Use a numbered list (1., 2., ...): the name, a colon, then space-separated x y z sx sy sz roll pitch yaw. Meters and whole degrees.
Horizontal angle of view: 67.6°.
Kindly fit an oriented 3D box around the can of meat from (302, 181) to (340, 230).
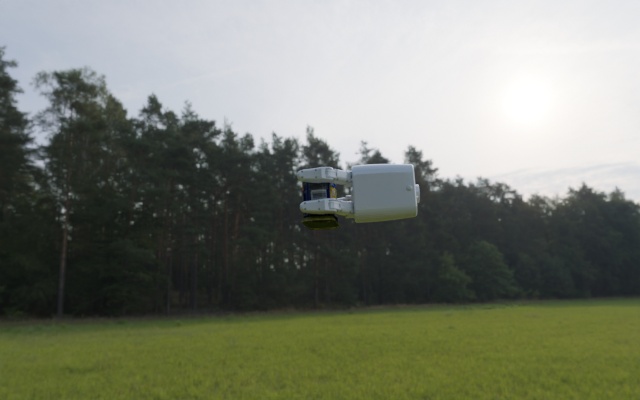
1. can of meat: 0.000 0.002 0.845 0.057 0.084 0.102 -4 -13 8
